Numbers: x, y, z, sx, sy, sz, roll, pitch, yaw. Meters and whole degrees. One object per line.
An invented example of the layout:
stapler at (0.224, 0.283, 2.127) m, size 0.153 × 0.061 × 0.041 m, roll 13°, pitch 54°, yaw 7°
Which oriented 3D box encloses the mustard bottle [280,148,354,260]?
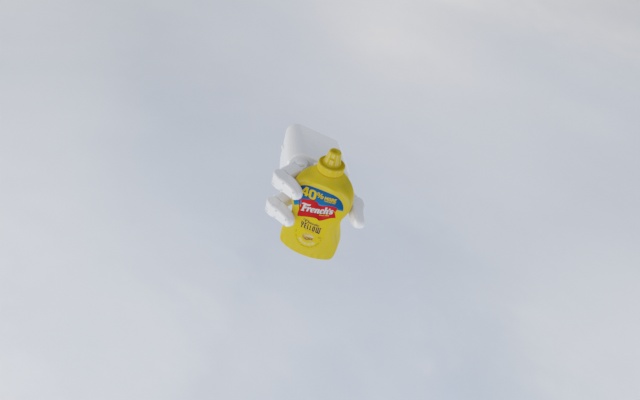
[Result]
mustard bottle at (0.000, 0.003, 0.741) m, size 0.096 × 0.192 × 0.058 m, roll 22°, pitch 37°, yaw 7°
